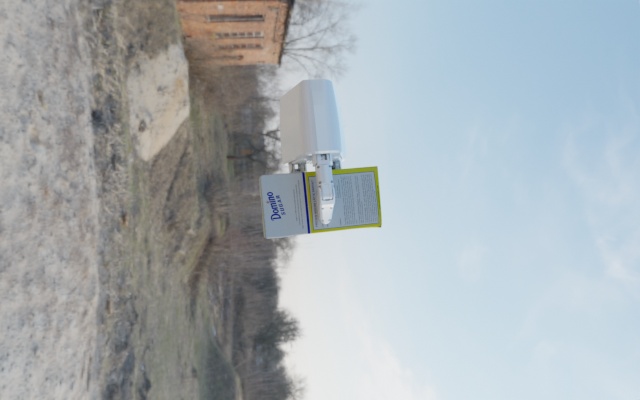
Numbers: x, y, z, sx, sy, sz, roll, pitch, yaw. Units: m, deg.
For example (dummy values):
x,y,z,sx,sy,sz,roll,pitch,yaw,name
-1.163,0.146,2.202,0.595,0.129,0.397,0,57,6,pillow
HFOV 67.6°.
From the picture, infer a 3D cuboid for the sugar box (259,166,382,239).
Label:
x,y,z,sx,sy,sz,roll,pitch,yaw,name
0.000,0.002,0.711,0.176,0.093,0.048,-5,-1,-8,sugar box
